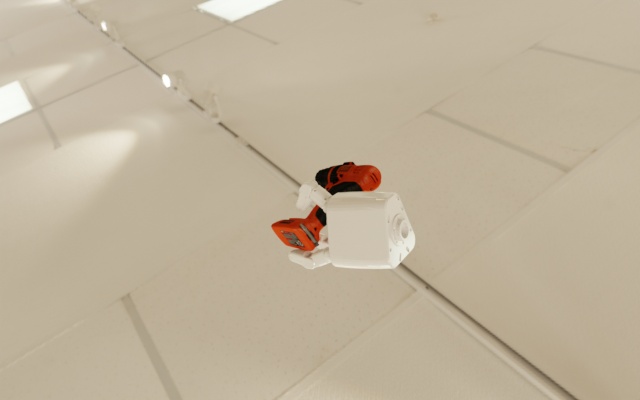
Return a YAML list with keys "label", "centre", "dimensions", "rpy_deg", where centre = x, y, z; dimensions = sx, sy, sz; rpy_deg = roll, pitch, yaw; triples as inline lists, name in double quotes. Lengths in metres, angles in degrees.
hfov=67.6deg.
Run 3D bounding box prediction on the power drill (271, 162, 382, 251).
- label: "power drill"
  centre: [0.000, 0.003, 0.859]
  dimensions: [0.187, 0.057, 0.184]
  rpy_deg: [-47, 21, -21]
